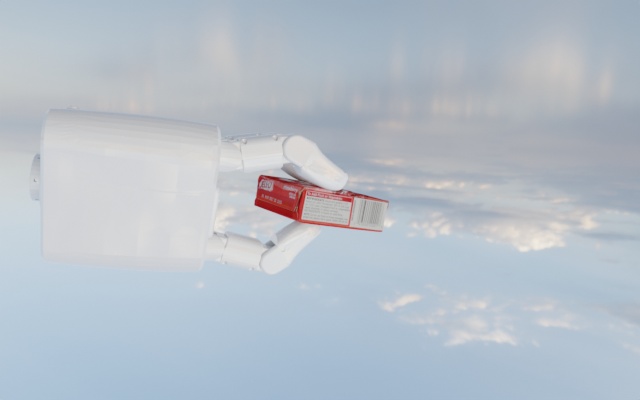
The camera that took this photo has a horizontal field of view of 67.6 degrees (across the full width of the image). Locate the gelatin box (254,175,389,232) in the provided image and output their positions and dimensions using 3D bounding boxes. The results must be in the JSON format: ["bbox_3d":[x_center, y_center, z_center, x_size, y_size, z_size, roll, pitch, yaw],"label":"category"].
[{"bbox_3d":[0.000,0.002,0.402,0.089,0.030,0.073,9,5,-34],"label":"gelatin box"}]
